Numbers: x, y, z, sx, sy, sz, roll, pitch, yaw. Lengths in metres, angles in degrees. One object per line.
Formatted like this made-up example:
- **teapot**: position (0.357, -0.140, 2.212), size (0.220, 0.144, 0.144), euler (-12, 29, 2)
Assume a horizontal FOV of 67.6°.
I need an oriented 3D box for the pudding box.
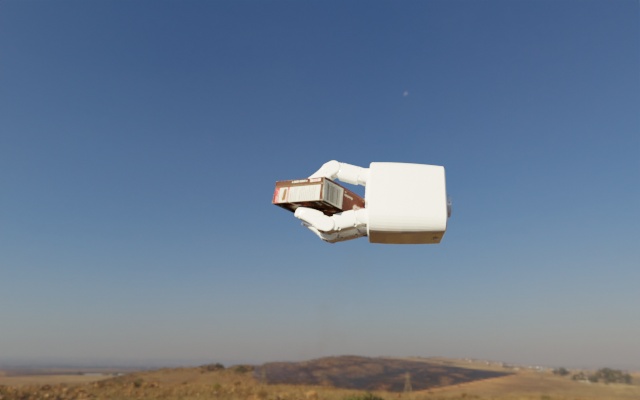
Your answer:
- **pudding box**: position (0.000, 0.002, 0.697), size (0.090, 0.039, 0.113), euler (-5, -22, 35)
